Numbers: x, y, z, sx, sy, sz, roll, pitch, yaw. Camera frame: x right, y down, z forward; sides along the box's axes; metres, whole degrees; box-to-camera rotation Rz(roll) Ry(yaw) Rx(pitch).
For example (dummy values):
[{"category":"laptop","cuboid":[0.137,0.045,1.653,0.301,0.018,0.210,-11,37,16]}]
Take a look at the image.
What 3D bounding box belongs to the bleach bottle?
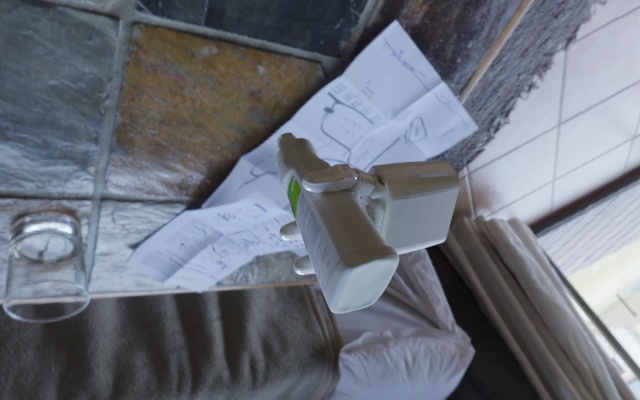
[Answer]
[{"category":"bleach bottle","cuboid":[0.000,0.002,0.567,0.068,0.250,0.103,-8,-41,-23]}]
